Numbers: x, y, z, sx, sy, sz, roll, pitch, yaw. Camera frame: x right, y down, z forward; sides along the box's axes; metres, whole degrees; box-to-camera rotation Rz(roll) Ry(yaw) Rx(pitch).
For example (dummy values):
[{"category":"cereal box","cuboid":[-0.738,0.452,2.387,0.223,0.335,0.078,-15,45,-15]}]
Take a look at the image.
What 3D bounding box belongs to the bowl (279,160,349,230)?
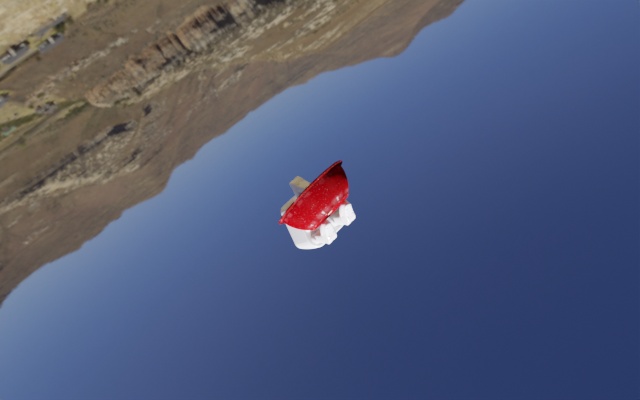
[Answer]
[{"category":"bowl","cuboid":[0.000,0.003,0.866,0.055,0.162,0.162,45,5,6]}]
